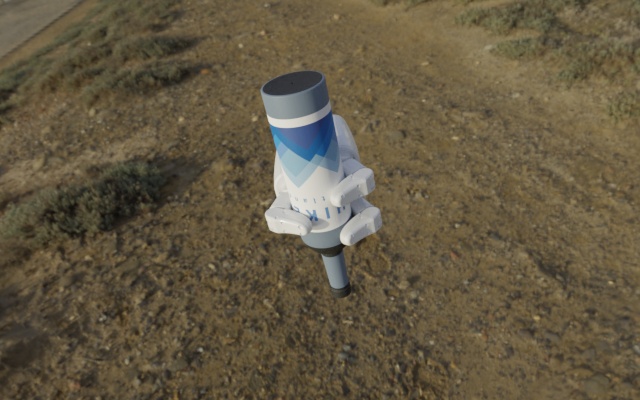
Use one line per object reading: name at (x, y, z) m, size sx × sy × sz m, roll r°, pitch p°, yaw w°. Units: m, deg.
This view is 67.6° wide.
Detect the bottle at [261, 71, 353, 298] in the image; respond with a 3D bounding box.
bottle at (0.000, 0.002, 0.559) m, size 0.069 × 0.296 × 0.069 m, roll -9°, pitch 34°, yaw 6°
